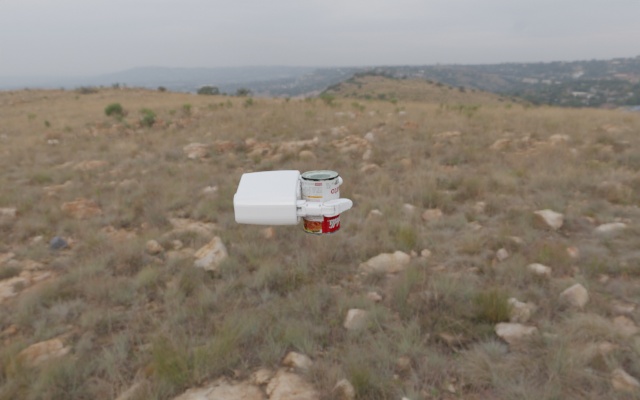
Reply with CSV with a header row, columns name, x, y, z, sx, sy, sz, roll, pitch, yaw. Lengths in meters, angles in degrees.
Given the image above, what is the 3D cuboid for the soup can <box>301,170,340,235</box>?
name,x,y,z,sx,sy,sz,roll,pitch,yaw
soup can,0.001,0.003,0.850,0.068,0.102,0.068,-2,16,0
